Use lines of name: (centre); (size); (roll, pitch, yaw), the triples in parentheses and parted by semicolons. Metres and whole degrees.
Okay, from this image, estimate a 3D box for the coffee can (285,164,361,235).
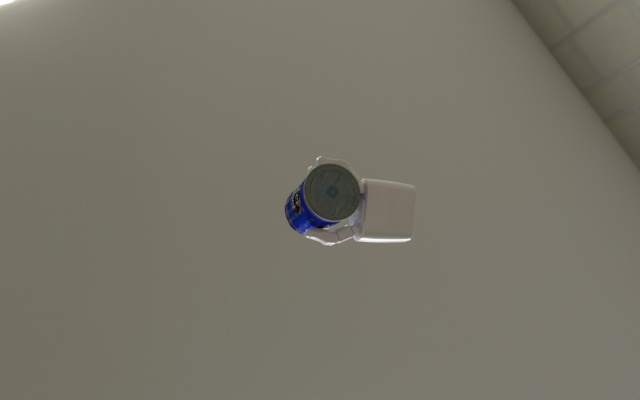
coffee can: (0.000, 0.003, 0.880); (0.103, 0.102, 0.140); (0, -15, -19)
